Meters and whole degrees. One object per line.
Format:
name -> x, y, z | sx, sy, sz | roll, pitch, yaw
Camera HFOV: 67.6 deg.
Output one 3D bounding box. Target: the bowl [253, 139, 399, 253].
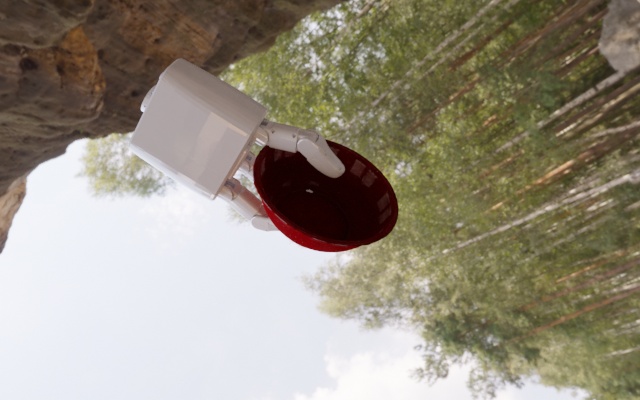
bowl -> 0.001, 0.003, 0.516 | 0.162, 0.162, 0.055 | 0, -44, -26
